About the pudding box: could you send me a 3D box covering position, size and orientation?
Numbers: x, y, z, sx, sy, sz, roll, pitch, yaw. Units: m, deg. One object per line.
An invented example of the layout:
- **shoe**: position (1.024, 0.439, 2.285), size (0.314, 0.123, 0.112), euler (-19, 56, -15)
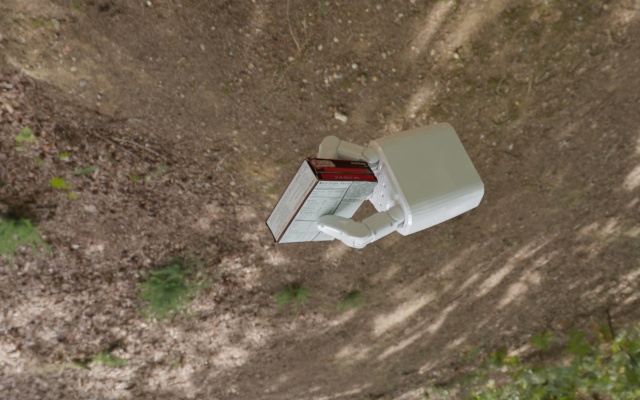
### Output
- **pudding box**: position (0.000, 0.002, 0.552), size (0.090, 0.039, 0.113), euler (1, -44, -38)
